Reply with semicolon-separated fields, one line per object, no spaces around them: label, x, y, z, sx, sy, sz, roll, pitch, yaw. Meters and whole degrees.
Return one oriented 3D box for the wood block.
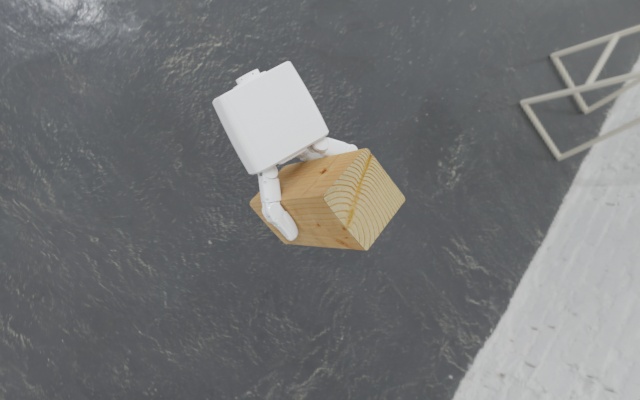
wood block;0.000;0.002;0.648;0.090;0.090;0.206;-49;22;-24
